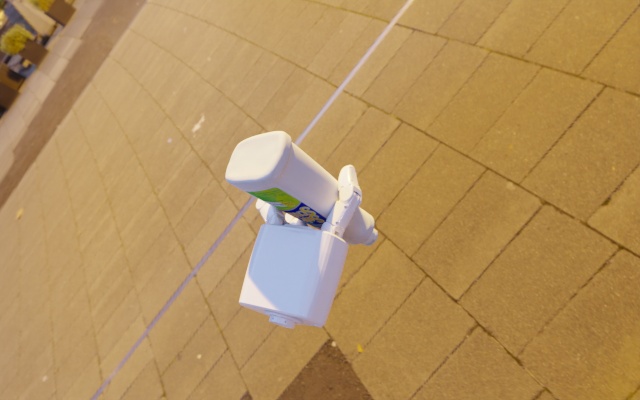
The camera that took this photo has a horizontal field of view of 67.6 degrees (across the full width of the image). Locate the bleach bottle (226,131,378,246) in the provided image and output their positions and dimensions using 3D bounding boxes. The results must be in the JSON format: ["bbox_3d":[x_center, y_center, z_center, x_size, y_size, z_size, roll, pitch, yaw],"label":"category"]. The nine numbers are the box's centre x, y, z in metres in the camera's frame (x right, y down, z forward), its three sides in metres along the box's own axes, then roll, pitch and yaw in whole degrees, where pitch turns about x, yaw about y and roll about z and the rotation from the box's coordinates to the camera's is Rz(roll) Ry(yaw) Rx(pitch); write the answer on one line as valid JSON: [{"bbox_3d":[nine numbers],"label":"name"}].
[{"bbox_3d":[0.000,0.002,0.637,0.102,0.068,0.251,-3,-27,45],"label":"bleach bottle"}]
